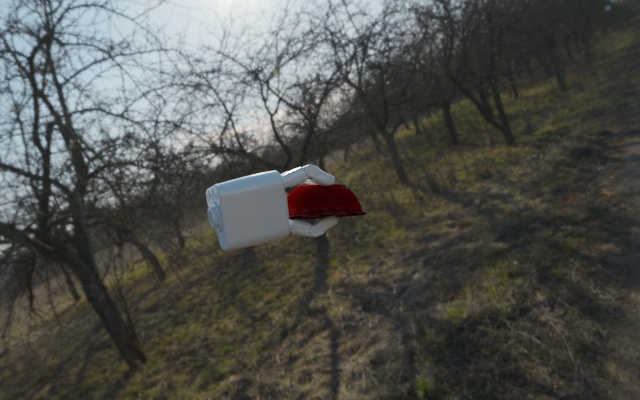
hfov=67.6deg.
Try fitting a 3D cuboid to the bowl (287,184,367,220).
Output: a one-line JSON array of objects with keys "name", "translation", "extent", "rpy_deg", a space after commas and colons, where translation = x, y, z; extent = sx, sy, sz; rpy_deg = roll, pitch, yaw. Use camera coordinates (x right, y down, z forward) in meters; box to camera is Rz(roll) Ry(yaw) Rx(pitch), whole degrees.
[{"name": "bowl", "translation": [0.001, 0.002, 0.853], "extent": [0.162, 0.055, 0.162], "rpy_deg": [-3, -5, 0]}]
